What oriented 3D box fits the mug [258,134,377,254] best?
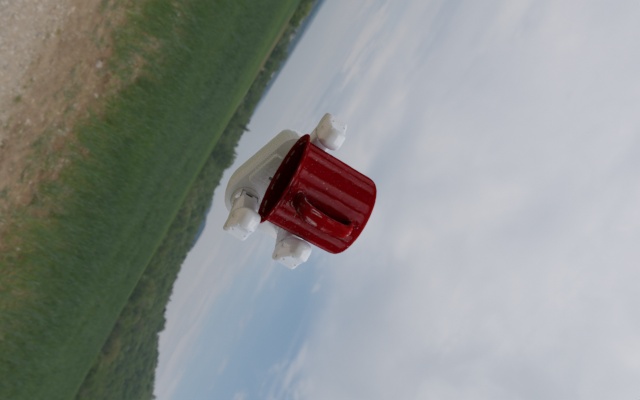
[{"bbox_3d":[0.000,0.002,0.435,0.081,0.093,0.117,29,11,-15],"label":"mug"}]
